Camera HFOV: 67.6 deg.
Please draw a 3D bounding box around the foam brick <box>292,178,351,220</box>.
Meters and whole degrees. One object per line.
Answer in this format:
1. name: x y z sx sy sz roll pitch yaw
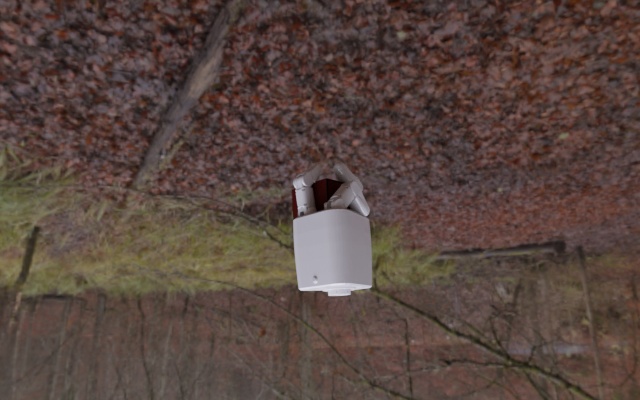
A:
1. foam brick: 0.000 0.002 0.743 0.078 0.051 0.053 -17 -19 42
